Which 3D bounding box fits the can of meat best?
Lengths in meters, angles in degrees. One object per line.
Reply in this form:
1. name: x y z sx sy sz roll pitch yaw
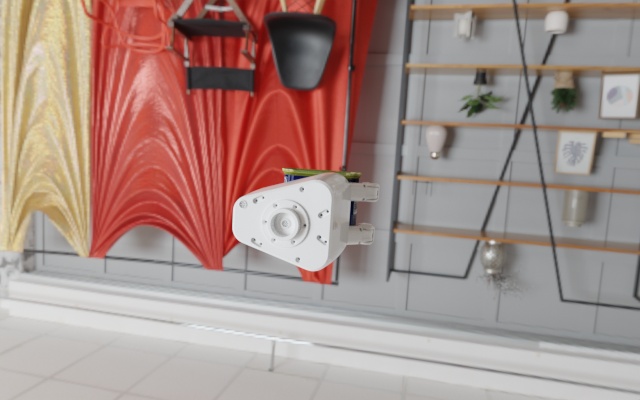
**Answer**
1. can of meat: 0.000 0.002 0.627 0.102 0.084 0.057 4 5 8
